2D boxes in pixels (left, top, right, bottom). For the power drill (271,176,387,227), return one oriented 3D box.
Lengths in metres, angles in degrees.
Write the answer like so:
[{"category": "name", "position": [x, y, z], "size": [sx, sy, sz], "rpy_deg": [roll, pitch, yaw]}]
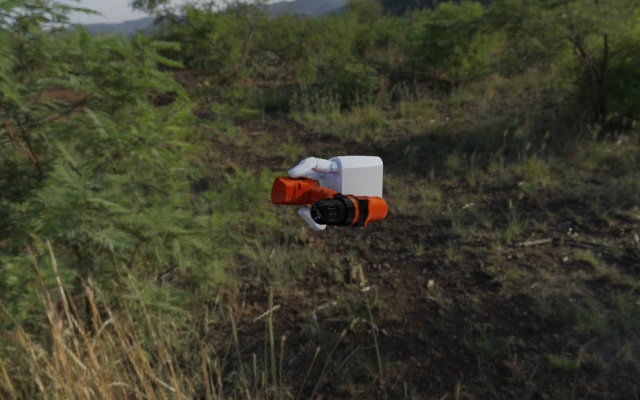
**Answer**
[{"category": "power drill", "position": [0.000, 0.003, 0.853], "size": [0.187, 0.057, 0.184], "rpy_deg": [19, 12, 39]}]
